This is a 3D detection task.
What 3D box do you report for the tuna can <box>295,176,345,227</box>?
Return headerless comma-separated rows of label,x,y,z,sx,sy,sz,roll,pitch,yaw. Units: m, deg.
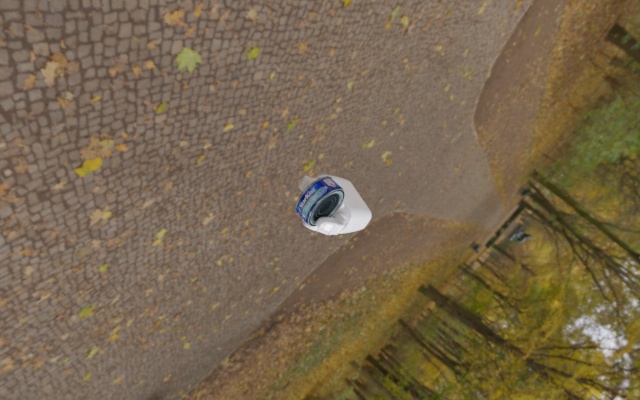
tuna can,0.000,0.003,0.806,0.033,0.086,0.086,44,21,24
